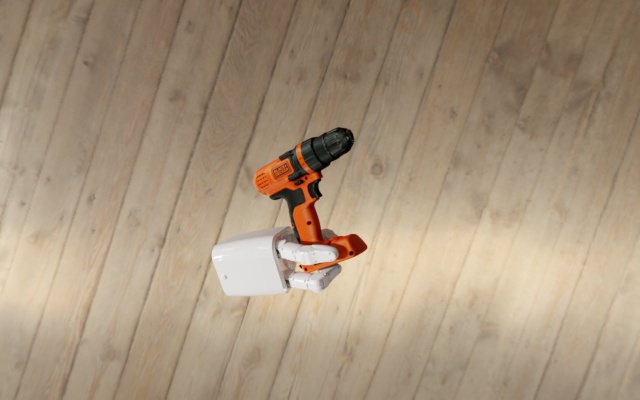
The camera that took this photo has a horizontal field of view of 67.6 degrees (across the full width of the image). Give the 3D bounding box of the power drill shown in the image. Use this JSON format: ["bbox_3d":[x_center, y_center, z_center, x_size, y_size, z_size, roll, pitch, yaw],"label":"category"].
[{"bbox_3d":[0.000,0.003,0.719,0.184,0.187,0.057,-25,-5,33],"label":"power drill"}]
